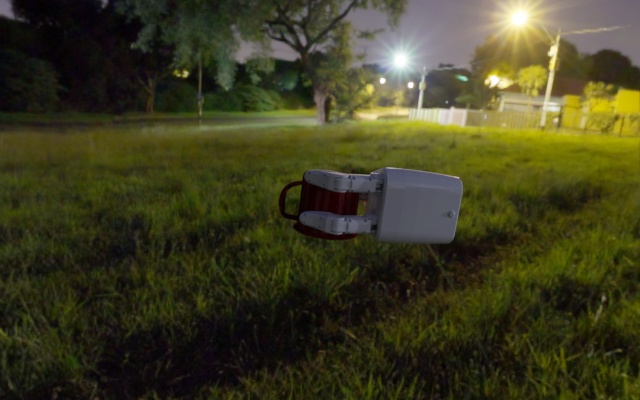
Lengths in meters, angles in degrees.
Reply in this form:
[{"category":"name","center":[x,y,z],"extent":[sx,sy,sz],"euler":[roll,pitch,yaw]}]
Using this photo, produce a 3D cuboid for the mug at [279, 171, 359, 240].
[{"category":"mug","center":[-0.001,0.002,0.668],"extent":[0.117,0.081,0.093],"euler":[5,12,-9]}]
